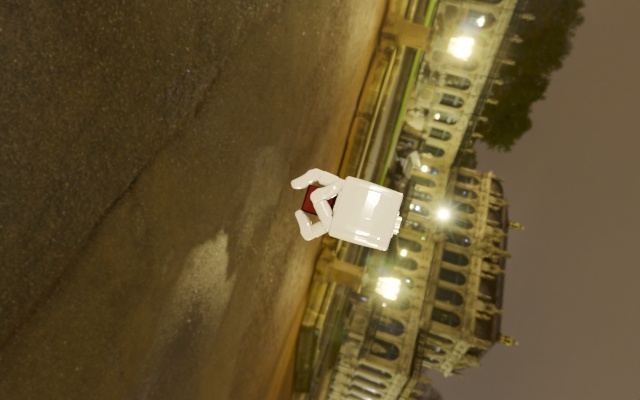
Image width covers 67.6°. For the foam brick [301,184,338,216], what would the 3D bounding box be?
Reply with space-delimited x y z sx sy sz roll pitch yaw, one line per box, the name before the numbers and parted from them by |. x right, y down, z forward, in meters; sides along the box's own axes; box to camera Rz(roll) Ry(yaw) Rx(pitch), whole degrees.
foam brick | 0.000 0.003 0.897 0.051 0.053 0.078 17 1 8
